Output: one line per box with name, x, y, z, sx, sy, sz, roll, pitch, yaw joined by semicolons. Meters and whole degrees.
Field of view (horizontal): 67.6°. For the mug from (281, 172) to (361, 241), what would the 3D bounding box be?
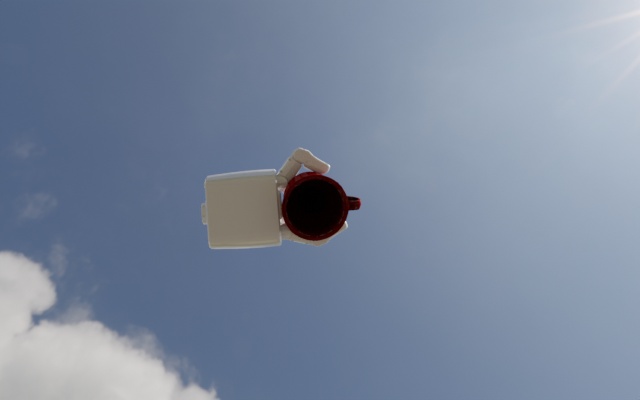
mug;0.002;0.002;0.693;0.117;0.093;0.081;-3;12;-7
